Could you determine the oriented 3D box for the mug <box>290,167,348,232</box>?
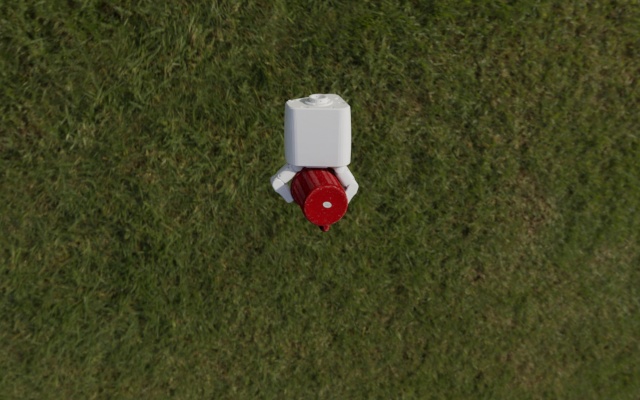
[{"bbox_3d":[0.000,0.004,0.852,0.093,0.117,0.081,-9,29,-12],"label":"mug"}]
